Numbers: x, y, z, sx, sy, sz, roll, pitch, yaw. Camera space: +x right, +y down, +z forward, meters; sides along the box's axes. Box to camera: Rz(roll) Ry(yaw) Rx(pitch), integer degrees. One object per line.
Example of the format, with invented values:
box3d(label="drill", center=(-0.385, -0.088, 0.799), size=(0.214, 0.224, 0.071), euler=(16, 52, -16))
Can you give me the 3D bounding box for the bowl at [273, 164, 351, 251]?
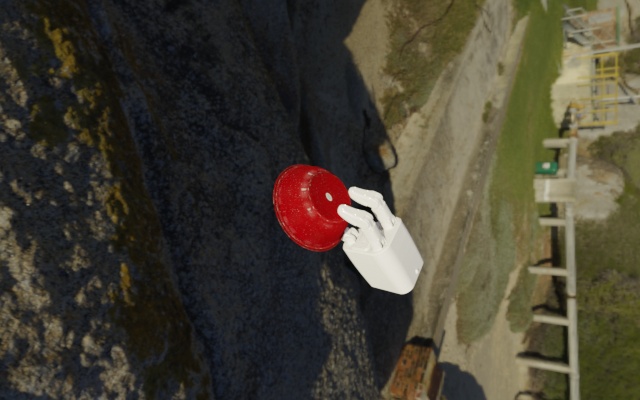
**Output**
box3d(label="bowl", center=(-0.001, 0.002, 0.819), size=(0.162, 0.162, 0.055), euler=(0, -20, -40))
